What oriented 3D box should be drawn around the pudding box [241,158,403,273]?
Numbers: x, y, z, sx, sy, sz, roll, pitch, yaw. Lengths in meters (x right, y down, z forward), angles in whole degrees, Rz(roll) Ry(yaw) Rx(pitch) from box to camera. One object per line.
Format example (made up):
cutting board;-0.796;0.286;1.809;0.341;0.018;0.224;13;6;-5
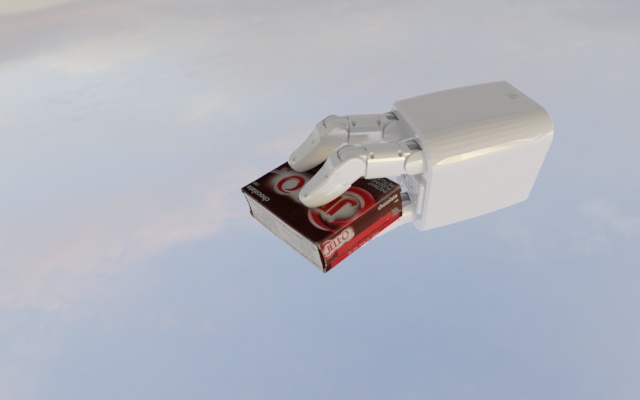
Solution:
pudding box;0.000;0.001;0.412;0.090;0.039;0.113;-33;40;-26
